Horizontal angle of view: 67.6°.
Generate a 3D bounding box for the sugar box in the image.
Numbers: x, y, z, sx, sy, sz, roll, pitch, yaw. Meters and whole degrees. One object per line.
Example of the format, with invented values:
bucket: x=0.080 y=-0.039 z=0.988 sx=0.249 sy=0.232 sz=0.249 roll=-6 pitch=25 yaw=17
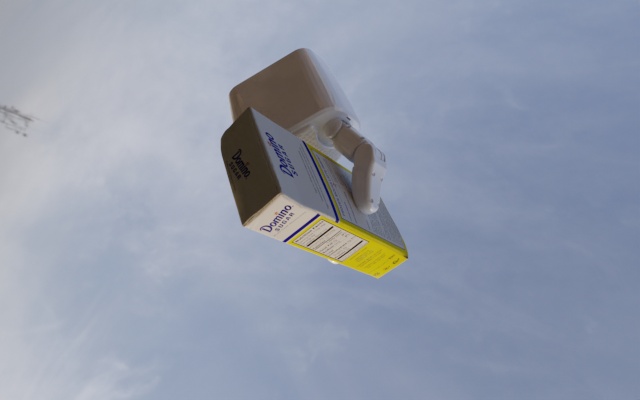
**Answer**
sugar box: x=0.000 y=0.002 z=0.401 sx=0.048 sy=0.093 sz=0.176 roll=-41 pitch=-41 yaw=22
